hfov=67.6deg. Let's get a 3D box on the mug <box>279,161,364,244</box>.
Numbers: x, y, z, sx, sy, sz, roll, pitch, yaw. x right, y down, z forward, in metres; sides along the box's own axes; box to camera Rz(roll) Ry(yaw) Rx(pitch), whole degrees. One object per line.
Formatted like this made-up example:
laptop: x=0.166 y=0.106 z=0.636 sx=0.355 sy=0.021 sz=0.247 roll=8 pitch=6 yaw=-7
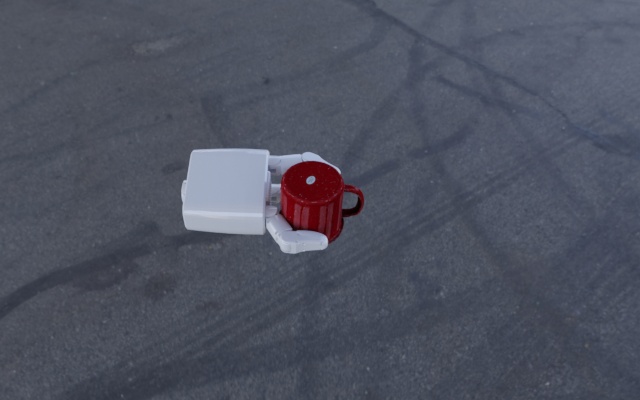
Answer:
mug: x=0.002 y=0.002 z=0.634 sx=0.117 sy=0.093 sz=0.082 roll=0 pitch=-43 yaw=-4
